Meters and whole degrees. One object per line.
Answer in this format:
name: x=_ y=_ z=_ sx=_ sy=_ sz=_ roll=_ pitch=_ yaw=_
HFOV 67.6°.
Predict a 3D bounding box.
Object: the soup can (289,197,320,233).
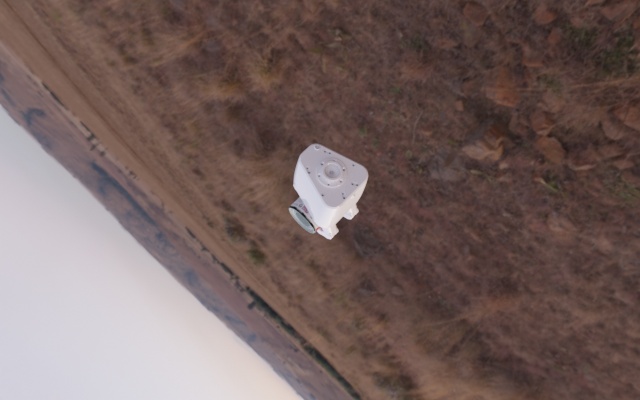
soup can: x=0.000 y=0.003 z=0.880 sx=0.102 sy=0.068 sz=0.068 roll=-44 pitch=16 yaw=-17
